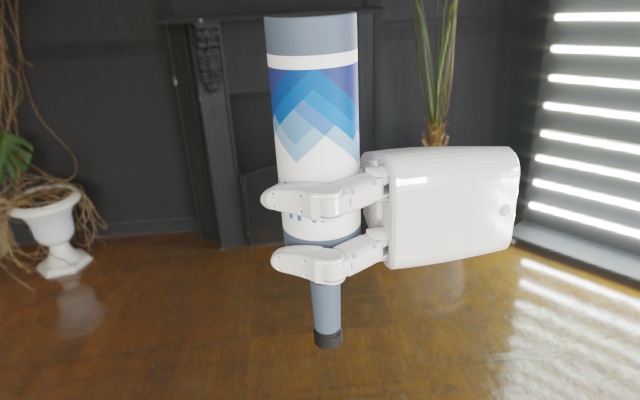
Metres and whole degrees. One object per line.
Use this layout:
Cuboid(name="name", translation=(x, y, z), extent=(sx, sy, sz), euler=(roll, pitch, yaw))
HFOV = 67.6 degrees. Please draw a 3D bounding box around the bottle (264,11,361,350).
Cuboid(name="bottle", translation=(0.000, 0.001, 0.401), extent=(0.069, 0.296, 0.069), euler=(-3, 24, 1))
